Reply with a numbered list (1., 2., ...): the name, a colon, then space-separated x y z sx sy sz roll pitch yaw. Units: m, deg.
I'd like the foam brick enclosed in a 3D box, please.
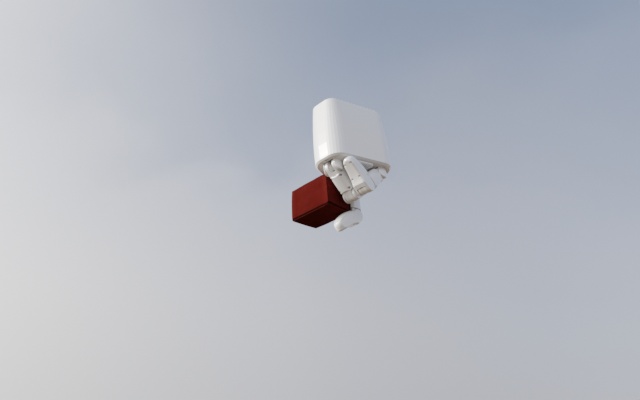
1. foam brick: 0.000 0.003 0.734 0.078 0.051 0.053 -27 -34 36
